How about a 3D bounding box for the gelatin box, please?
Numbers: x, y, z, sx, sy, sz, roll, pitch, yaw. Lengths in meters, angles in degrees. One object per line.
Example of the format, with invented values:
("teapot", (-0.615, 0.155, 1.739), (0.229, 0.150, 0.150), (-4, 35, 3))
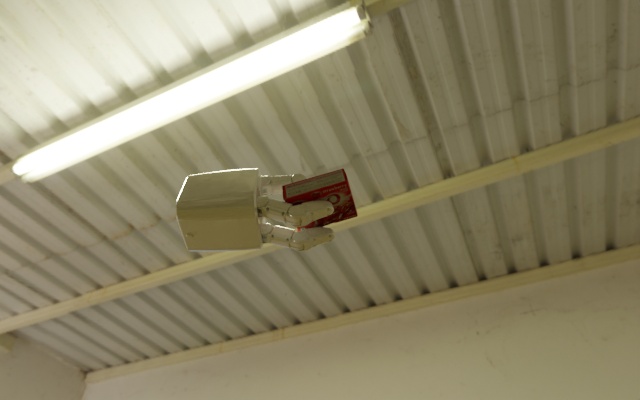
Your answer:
("gelatin box", (0.000, 0.002, 0.653), (0.089, 0.030, 0.073), (-16, -45, 4))
